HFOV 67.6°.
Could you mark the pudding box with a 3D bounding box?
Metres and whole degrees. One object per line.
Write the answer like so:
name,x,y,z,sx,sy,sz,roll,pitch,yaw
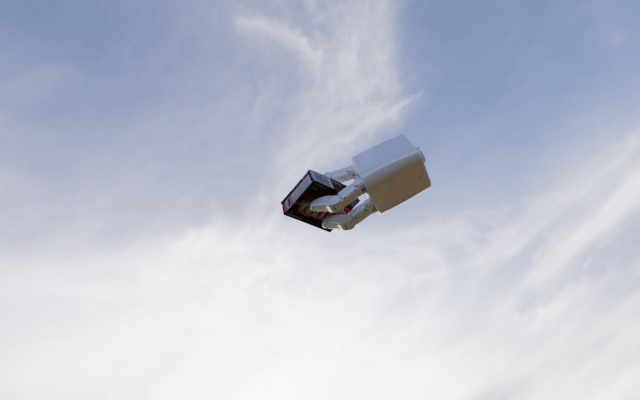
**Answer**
pudding box,0.000,0.003,0.854,0.113,0.090,0.039,24,30,-33
